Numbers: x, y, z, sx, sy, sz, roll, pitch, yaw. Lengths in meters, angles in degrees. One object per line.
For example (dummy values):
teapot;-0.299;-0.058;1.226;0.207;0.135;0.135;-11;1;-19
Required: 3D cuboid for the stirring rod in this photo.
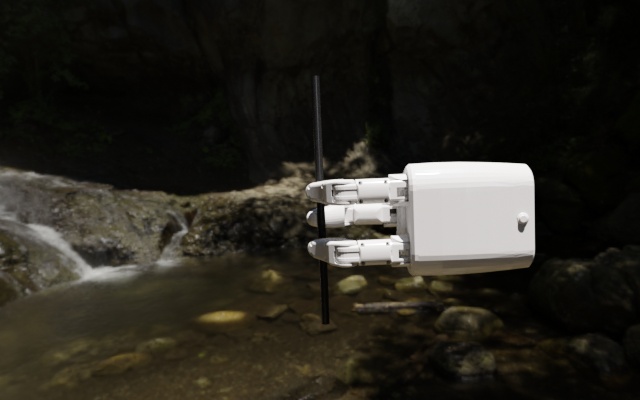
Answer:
stirring rod;0.000;0.002;0.464;0.011;0.239;0.011;-2;4;0
